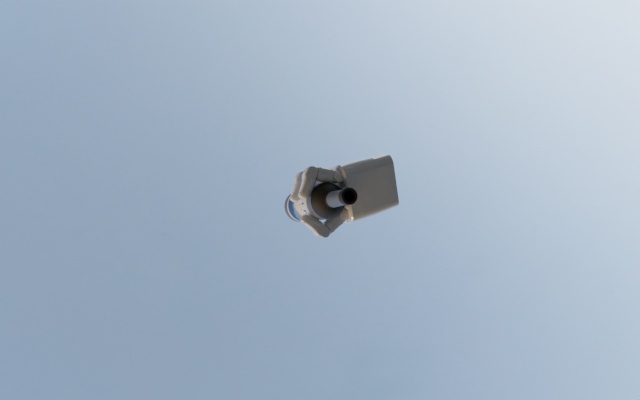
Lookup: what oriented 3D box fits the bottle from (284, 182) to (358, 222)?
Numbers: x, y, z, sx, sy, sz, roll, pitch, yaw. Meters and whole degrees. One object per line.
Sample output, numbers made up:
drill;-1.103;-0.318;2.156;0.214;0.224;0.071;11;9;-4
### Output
bottle;0.000;0.003;0.886;0.069;0.069;0.296;0;-4;-18
